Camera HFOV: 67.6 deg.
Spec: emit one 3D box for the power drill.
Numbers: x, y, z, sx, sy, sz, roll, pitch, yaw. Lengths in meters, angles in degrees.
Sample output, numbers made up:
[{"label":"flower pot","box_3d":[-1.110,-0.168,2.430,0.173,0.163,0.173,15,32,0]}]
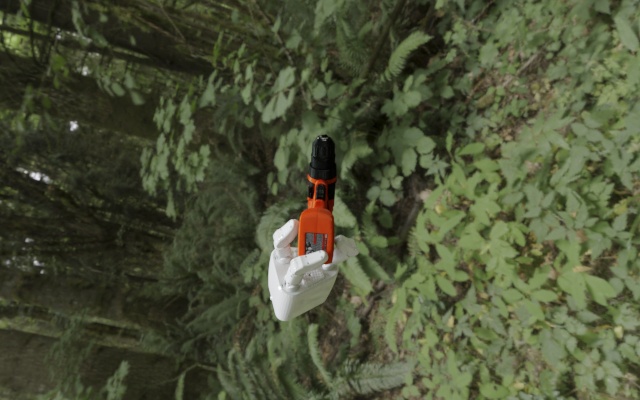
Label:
[{"label":"power drill","box_3d":[0.000,0.003,0.809,0.057,0.184,0.187,3,32,4]}]
